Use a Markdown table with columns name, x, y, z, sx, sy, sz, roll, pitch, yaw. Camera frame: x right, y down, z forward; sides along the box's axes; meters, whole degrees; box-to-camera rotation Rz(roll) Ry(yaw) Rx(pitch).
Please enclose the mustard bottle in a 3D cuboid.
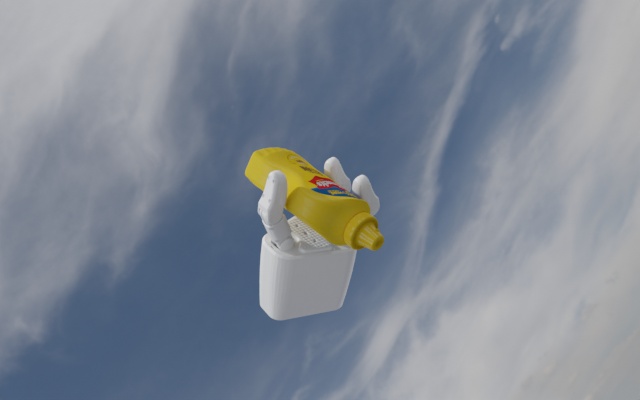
| name | x | y | z | sx | sy | sz | roll | pitch | yaw |
| --- | --- | --- | --- | --- | --- | --- | --- | --- | --- |
| mustard bottle | 0.000 | 0.001 | 0.553 | 0.096 | 0.058 | 0.191 | 12 | 19 | -48 |
